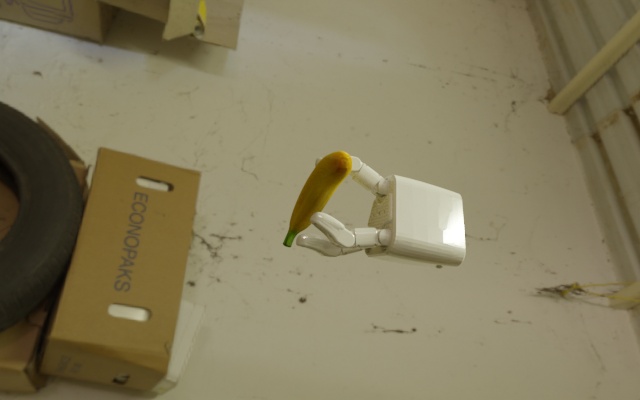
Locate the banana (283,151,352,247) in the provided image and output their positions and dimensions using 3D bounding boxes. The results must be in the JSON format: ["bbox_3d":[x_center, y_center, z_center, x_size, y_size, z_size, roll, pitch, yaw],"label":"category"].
[{"bbox_3d":[0.001,-0.011,0.599,0.037,0.069,0.198,17,-38,-12],"label":"banana"}]
